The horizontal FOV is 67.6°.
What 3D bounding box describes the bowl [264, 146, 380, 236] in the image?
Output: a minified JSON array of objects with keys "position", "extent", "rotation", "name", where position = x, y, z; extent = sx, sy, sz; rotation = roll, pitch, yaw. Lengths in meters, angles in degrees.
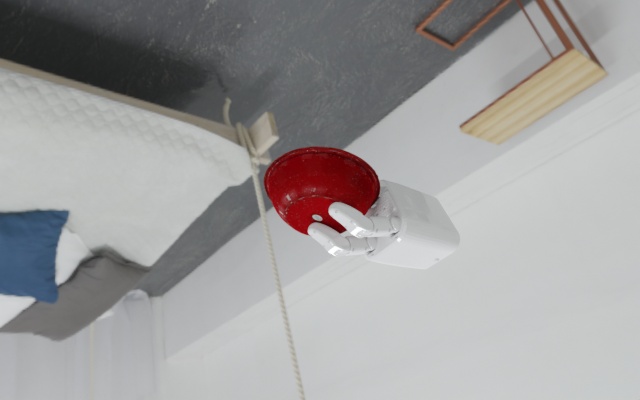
[{"position":[-0.001,0.002,0.646],"extent":[0.162,0.055,0.162],"rotation":[3,-38,3],"name":"bowl"}]
